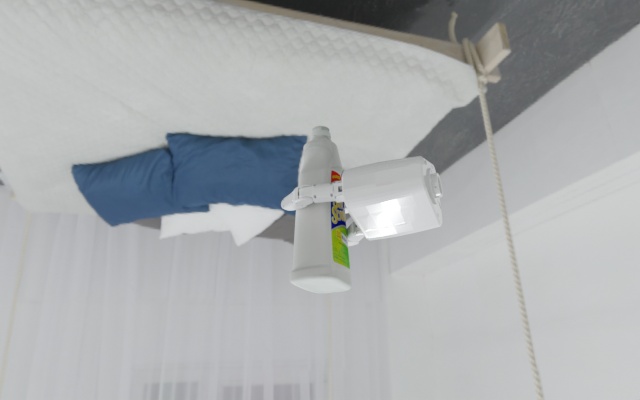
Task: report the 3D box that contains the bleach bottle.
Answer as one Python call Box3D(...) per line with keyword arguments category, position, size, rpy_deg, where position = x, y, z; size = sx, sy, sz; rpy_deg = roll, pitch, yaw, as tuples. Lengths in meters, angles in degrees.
Box3D(category="bleach bottle", position=(0.000, 0.002, 0.699), size=(0.068, 0.250, 0.103), rpy_deg=(-11, -24, 21))
